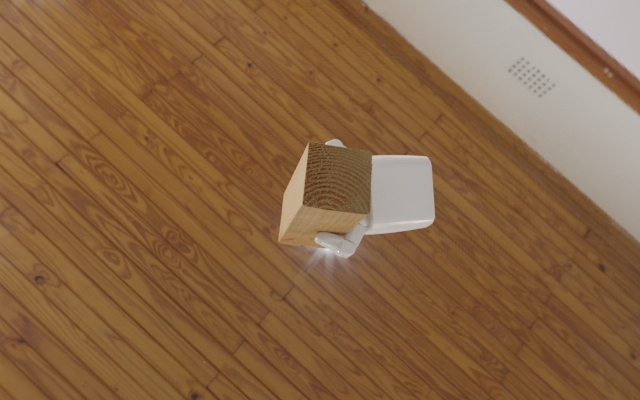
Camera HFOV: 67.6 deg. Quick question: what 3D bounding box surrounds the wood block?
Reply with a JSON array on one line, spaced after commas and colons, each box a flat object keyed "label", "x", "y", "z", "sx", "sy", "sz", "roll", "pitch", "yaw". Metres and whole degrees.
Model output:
[{"label": "wood block", "x": 0.000, "y": 0.003, "z": 0.704, "sx": 0.090, "sy": 0.090, "sz": 0.206, "roll": 8, "pitch": -20, "yaw": -11}]
